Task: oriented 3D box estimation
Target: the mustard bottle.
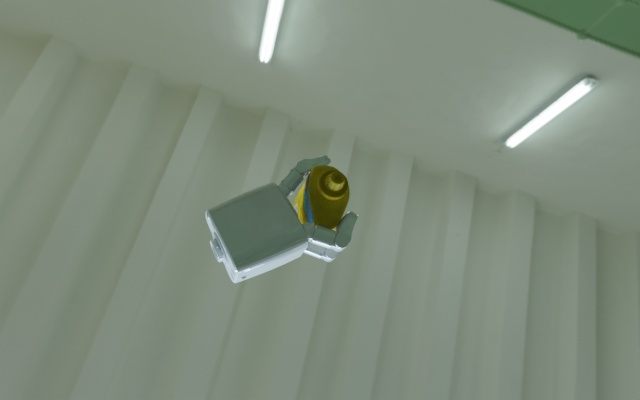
[{"bbox_3d":[0.000,0.002,0.698,0.058,0.096,0.192,3,-20,-13],"label":"mustard bottle"}]
